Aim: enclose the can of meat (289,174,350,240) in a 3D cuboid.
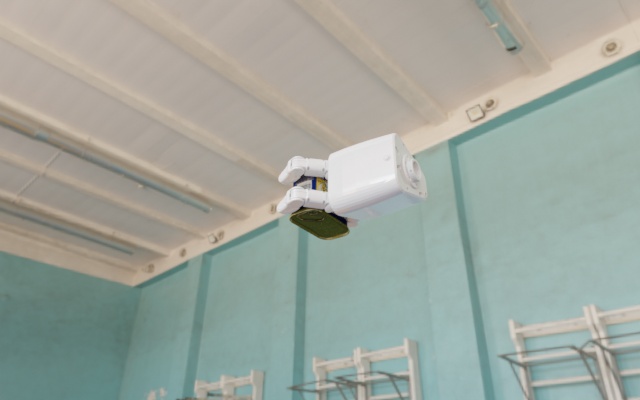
[{"bbox_3d":[0.000,0.002,0.739,0.057,0.084,0.102,-19,-35,32],"label":"can of meat"}]
